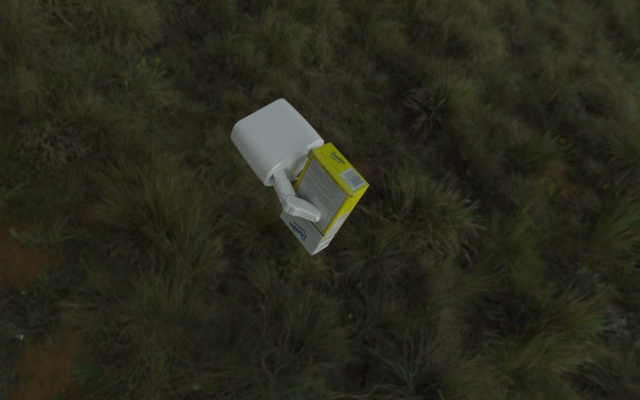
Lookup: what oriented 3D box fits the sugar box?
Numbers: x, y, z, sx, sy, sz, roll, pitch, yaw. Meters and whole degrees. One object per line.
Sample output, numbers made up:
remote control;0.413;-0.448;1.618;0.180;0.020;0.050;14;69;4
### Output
sugar box;0.000;0.002;0.753;0.048;0.093;0.176;-29;-19;-35
